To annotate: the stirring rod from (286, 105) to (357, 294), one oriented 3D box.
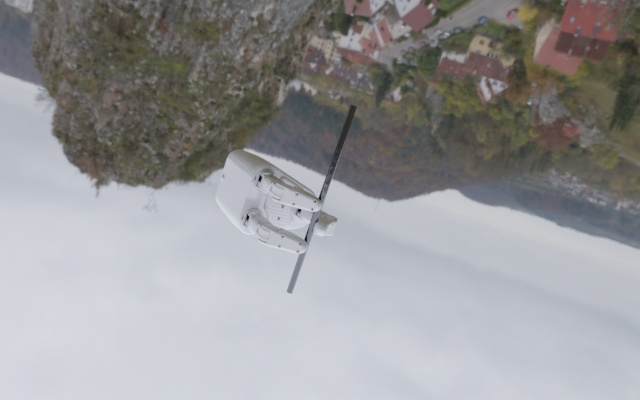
[{"bbox_3d":[0.000,0.002,0.575,0.011,0.239,0.011,19,9,-3],"label":"stirring rod"}]
